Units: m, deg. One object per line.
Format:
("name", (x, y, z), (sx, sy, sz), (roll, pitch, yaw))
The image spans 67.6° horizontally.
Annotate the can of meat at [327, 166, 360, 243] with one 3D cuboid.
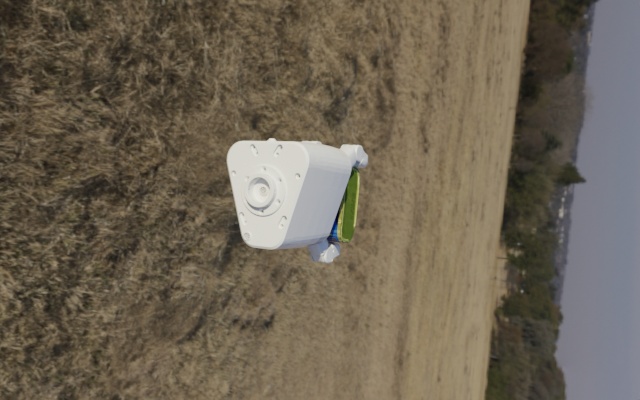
("can of meat", (0.000, 0.002, 0.608), (0.084, 0.102, 0.057), (4, -2, 24))
